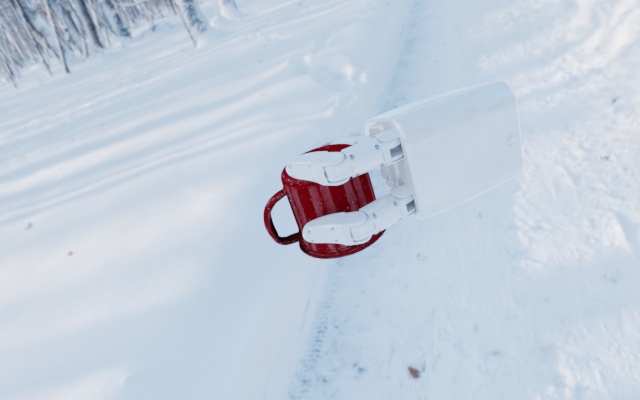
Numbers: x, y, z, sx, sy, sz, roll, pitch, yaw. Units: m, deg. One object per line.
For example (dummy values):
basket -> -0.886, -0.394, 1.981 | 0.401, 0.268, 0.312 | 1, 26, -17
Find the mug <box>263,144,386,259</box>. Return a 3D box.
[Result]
mug -> -0.001, 0.002, 0.462 | 0.117, 0.081, 0.093 | -23, 26, -8
